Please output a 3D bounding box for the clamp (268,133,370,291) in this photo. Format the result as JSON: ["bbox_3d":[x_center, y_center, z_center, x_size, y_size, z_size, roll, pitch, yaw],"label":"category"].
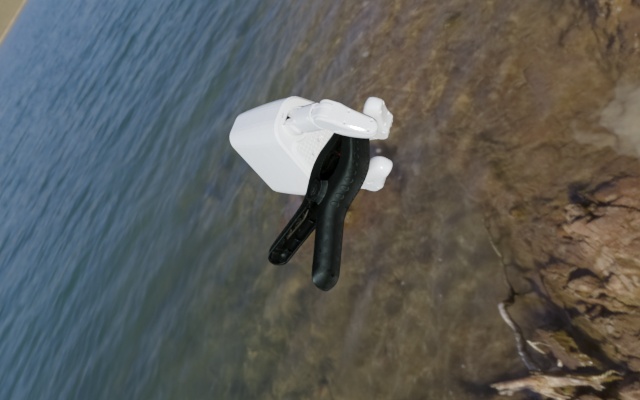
[{"bbox_3d":[0.000,0.001,0.479,0.039,0.171,0.120,30,-18,-34],"label":"clamp"}]
